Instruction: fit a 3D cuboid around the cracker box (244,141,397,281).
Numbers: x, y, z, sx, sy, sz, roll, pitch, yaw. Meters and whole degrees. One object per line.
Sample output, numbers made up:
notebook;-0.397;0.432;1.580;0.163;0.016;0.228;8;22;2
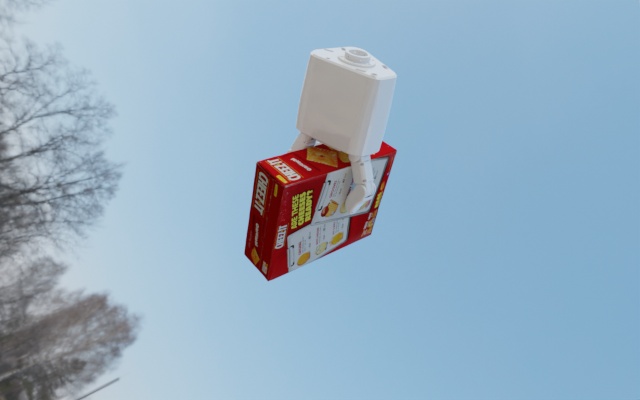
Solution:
cracker box;0.000;0.002;0.692;0.213;0.164;0.072;-19;46;-38
